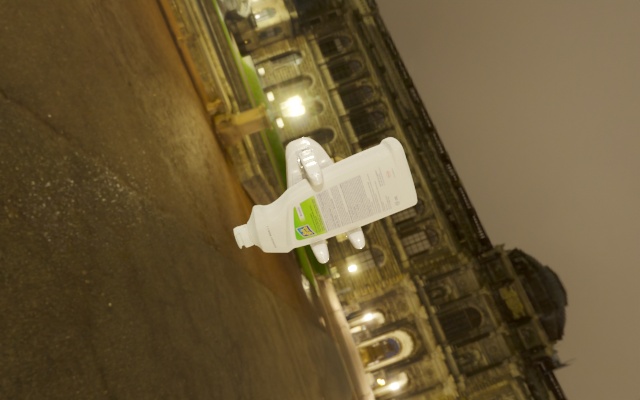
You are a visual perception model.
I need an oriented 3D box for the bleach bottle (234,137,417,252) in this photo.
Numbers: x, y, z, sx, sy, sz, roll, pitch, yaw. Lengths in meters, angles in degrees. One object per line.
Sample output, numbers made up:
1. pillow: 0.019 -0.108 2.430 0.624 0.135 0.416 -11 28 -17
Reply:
1. bleach bottle: 0.000 0.002 0.661 0.251 0.102 0.068 -20 16 -2
